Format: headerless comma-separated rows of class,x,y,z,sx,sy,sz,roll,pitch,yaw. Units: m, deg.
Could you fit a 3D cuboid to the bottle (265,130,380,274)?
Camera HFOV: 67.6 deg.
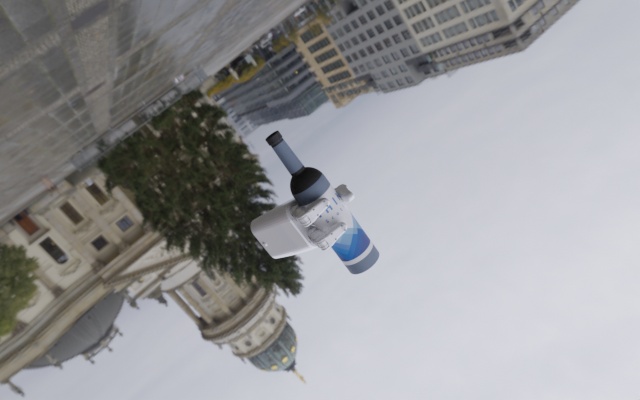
bottle,0.000,0.003,0.849,0.069,0.296,0.069,-32,19,12
